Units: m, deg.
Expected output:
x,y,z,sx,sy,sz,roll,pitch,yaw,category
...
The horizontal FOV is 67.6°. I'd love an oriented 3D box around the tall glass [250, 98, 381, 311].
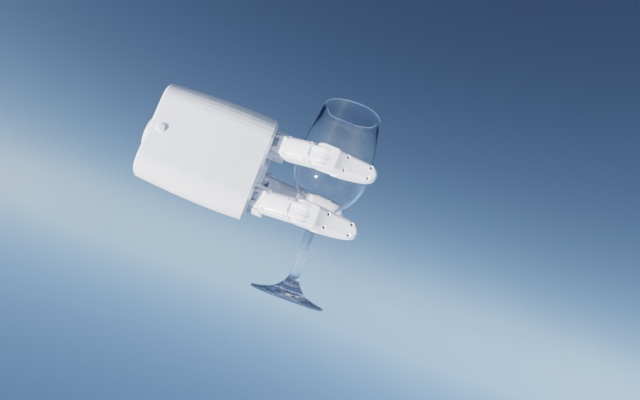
x,y,z,sx,sy,sz,roll,pitch,yaw,category
0.000,0.002,0.477,0.079,0.201,0.079,19,-10,3,tall glass
